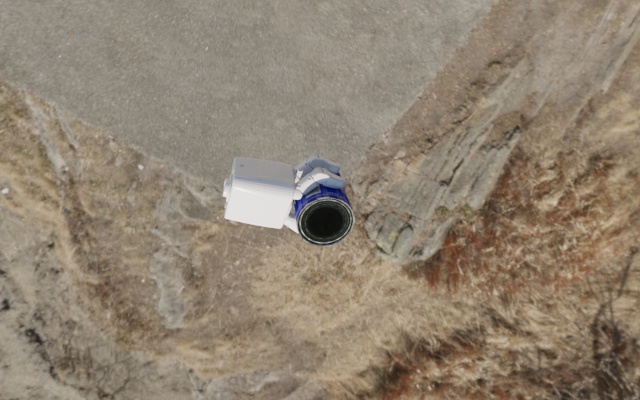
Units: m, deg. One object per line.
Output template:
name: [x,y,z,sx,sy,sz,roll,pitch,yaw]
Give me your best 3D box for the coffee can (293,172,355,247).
coffee can: [0.000,0.003,0.880,0.103,0.103,0.140,0,31,-9]
